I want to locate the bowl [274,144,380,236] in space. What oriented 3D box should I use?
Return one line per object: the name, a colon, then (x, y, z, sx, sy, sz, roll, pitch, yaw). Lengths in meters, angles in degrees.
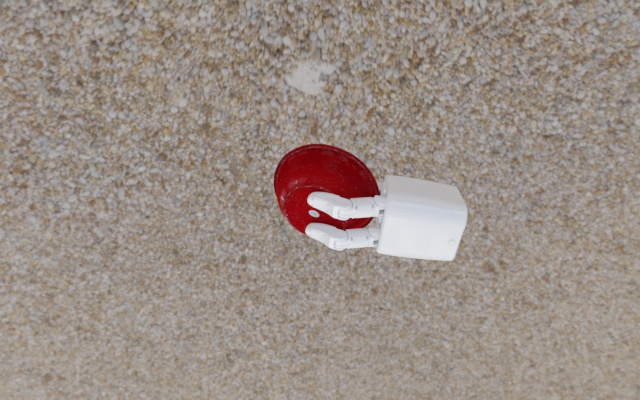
bowl: (-0.001, 0.002, 0.681, 0.162, 0.162, 0.055, 0, 35, 20)
